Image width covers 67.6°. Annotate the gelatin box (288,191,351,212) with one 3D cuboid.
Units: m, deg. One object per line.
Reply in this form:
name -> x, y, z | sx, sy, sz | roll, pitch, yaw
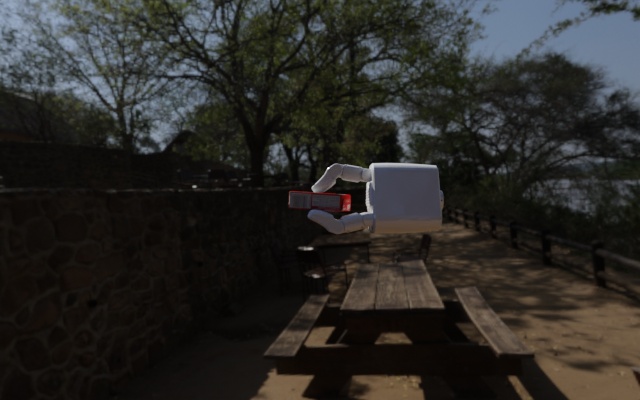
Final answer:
gelatin box -> 0.000, 0.002, 0.781 | 0.089, 0.030, 0.073 | 4, 1, 13
